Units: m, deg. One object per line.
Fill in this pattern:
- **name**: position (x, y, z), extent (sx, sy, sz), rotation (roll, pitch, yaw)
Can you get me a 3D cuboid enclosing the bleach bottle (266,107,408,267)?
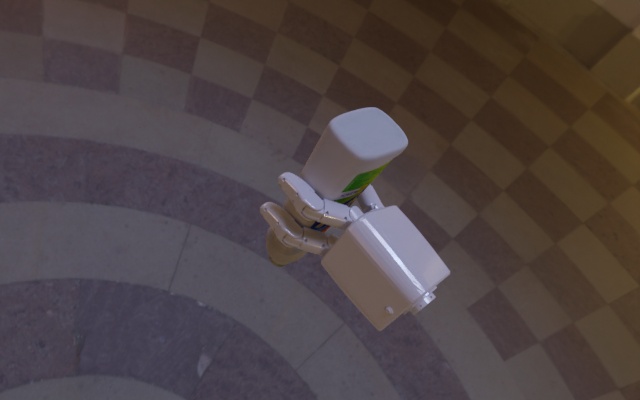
- **bleach bottle**: position (0.000, 0.002, 0.591), extent (0.102, 0.068, 0.251), rotation (-23, -23, -44)
